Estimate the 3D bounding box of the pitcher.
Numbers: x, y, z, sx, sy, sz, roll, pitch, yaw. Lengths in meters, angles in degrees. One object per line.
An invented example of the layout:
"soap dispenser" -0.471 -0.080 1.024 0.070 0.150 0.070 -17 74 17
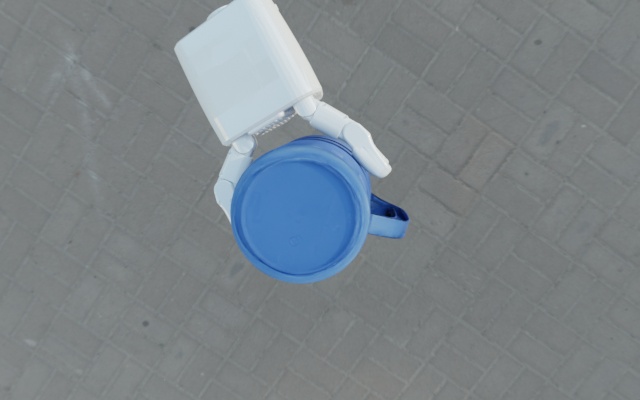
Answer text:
"pitcher" 0.000 0.001 0.474 0.149 0.145 0.243 -26 5 5
